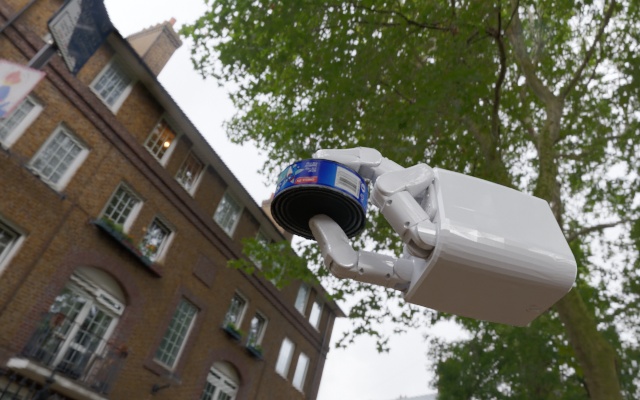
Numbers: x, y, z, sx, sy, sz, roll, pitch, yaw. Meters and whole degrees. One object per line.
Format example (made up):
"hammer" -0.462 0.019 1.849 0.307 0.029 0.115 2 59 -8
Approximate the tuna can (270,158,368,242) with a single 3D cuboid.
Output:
"tuna can" 0.000 0.001 0.430 0.086 0.033 0.086 7 -36 5
